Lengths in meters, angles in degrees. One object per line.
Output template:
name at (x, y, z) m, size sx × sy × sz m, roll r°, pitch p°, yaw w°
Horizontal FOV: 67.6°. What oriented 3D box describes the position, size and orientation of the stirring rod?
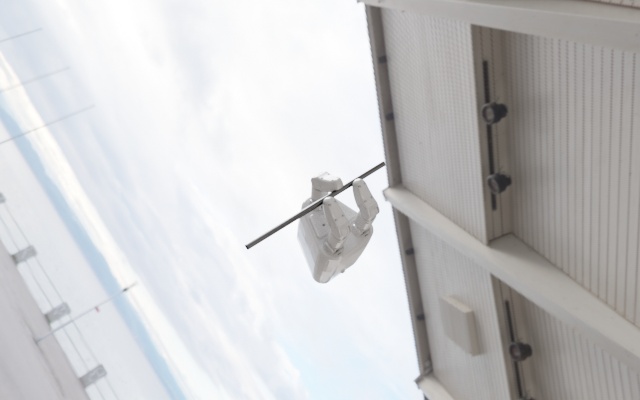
stirring rod at (0.000, 0.002, 0.649) m, size 0.239 × 0.011 × 0.011 m, roll -31°, pitch 15°, yaw -26°
